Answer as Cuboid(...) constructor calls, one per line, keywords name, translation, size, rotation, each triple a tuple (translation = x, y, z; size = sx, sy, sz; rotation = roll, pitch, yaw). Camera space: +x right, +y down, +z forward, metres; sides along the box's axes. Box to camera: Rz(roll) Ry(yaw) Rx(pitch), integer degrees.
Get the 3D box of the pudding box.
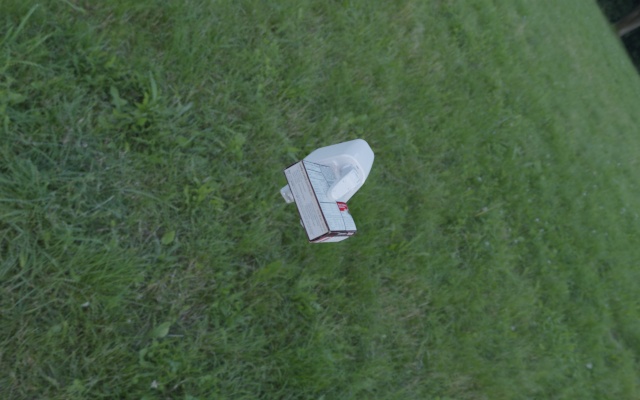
Cuboid(name="pudding box", translation=(0.000, 0.002, 0.679), size=(0.039, 0.113, 0.090), rotation=(-30, -16, 25))
